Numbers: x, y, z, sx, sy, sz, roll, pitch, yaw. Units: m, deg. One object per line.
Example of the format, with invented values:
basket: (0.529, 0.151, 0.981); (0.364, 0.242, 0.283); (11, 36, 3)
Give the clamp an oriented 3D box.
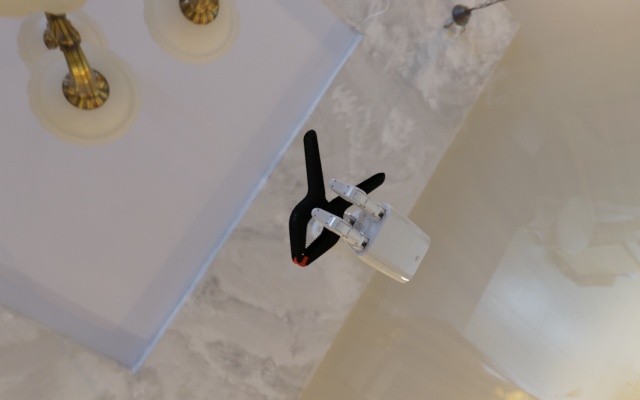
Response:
clamp: (0.000, 0.003, 0.769); (0.164, 0.210, 0.036); (35, -11, -25)
